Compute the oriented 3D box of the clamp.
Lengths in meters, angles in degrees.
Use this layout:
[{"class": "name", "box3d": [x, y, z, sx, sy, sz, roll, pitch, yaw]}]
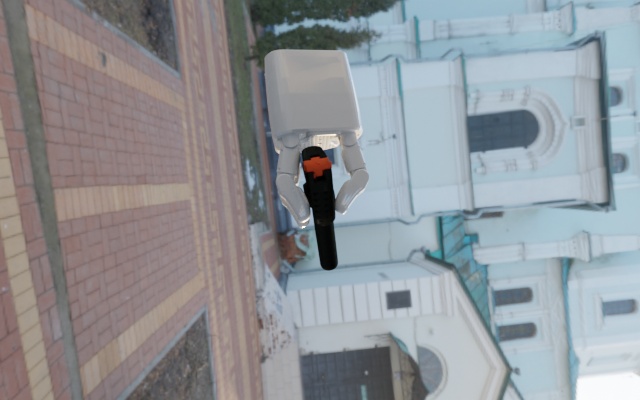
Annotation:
[{"class": "clamp", "box3d": [0.001, 0.001, 0.586, 0.036, 0.164, 0.210, -11, -10, -3]}]
